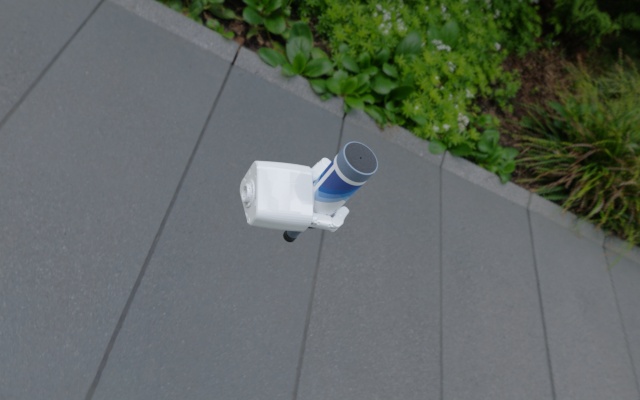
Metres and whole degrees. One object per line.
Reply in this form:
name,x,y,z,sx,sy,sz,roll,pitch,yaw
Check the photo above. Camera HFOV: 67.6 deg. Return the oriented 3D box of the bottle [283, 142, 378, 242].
bottle,0.000,0.003,0.894,0.069,0.069,0.296,0,-30,-31
